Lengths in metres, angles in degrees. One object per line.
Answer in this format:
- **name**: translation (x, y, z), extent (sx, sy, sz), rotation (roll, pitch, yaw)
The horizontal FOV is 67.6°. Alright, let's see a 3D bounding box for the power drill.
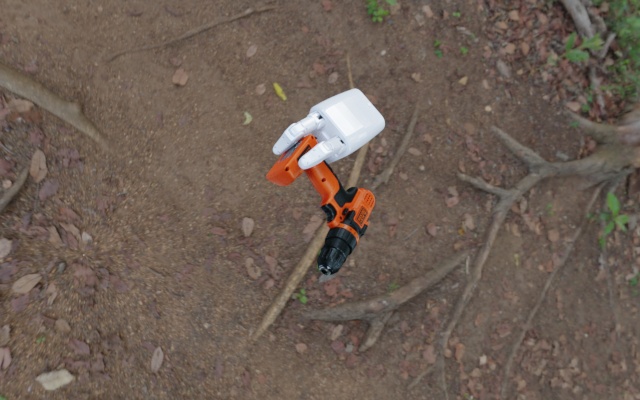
- **power drill**: translation (0.000, 0.002, 0.772), extent (0.057, 0.188, 0.184), rotation (-22, 27, 42)
